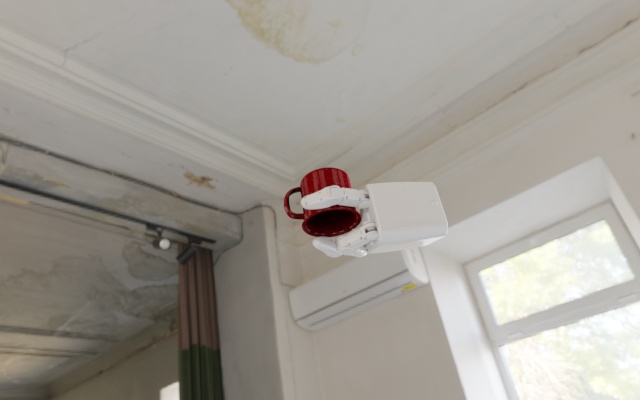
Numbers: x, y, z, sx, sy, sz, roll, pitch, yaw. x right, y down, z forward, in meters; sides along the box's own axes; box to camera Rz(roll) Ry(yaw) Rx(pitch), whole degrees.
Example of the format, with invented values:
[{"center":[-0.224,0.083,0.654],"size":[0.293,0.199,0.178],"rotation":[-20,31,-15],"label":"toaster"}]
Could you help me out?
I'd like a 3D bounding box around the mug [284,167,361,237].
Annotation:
[{"center":[-0.001,0.002,0.754],"size":[0.117,0.081,0.093],"rotation":[-4,-31,-9],"label":"mug"}]
